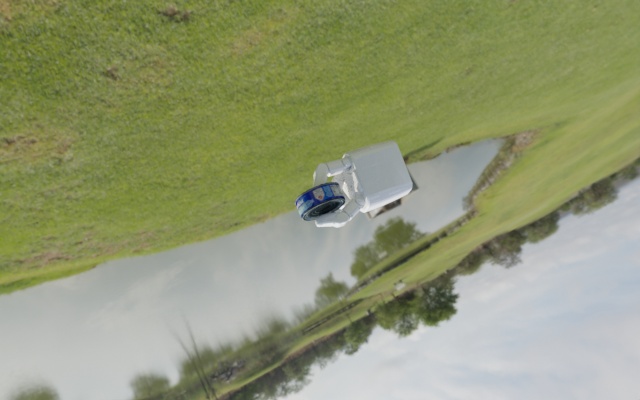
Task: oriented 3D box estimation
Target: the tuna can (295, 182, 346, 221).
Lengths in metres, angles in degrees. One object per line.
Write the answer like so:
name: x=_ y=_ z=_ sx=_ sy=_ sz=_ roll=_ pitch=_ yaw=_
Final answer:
tuna can: x=0.000 y=0.003 z=0.839 sx=0.086 sy=0.033 sz=0.086 roll=-21 pitch=-17 yaw=-7
